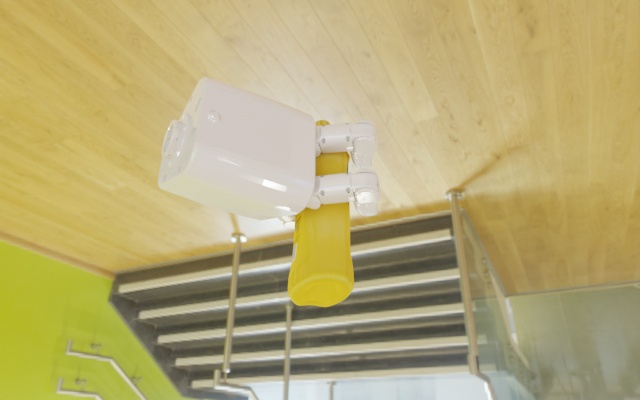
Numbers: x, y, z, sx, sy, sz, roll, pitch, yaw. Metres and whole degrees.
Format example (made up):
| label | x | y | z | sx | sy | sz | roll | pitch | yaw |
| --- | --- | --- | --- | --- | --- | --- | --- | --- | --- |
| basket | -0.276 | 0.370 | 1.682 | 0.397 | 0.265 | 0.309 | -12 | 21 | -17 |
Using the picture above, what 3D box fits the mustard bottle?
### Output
| label | x | y | z | sx | sy | sz | roll | pitch | yaw |
| --- | --- | --- | --- | --- | --- | --- | --- | --- | --- |
| mustard bottle | 0.000 | 0.002 | 0.476 | 0.058 | 0.191 | 0.096 | 4 | -28 | -8 |
